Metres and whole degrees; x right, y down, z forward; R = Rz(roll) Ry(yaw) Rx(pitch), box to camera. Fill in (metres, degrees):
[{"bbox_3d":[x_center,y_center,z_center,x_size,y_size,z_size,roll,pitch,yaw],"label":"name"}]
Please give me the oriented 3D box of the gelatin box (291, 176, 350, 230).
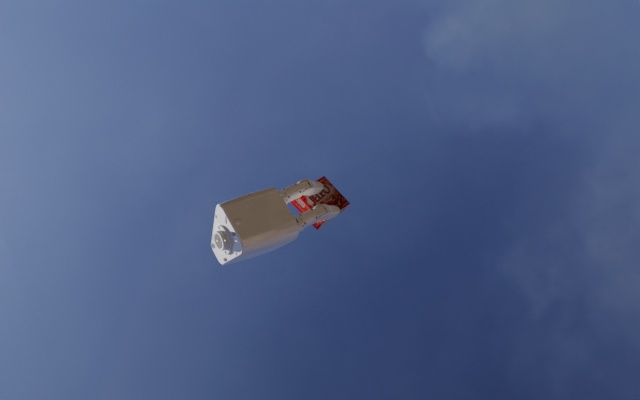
[{"bbox_3d":[0.000,0.003,0.868,0.089,0.073,0.030,-32,-16,-45],"label":"gelatin box"}]
